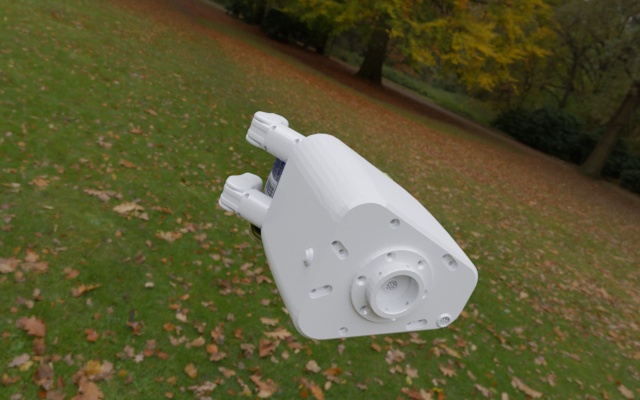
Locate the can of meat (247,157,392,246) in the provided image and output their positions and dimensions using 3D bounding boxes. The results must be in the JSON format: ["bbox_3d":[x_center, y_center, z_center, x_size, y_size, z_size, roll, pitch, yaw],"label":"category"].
[{"bbox_3d":[0.000,0.001,0.407,0.102,0.084,0.057,17,18,-19],"label":"can of meat"}]
